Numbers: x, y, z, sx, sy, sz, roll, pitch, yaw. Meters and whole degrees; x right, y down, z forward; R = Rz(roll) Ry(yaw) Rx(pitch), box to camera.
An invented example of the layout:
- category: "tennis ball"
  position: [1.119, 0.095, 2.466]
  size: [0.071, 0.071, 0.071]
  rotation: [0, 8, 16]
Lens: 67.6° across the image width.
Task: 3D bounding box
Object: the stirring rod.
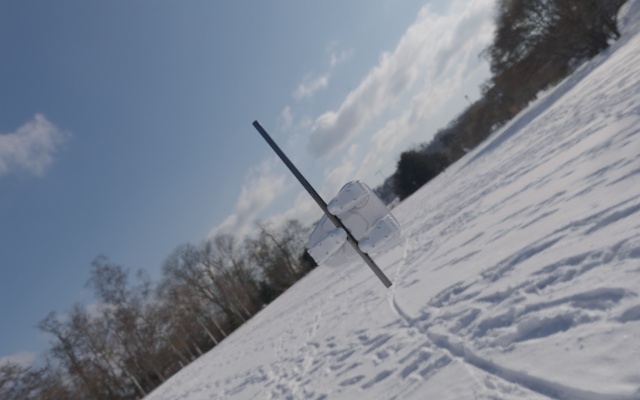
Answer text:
- category: "stirring rod"
  position: [0.000, 0.002, 0.536]
  size: [0.011, 0.239, 0.011]
  rotation: [-39, -7, -6]
